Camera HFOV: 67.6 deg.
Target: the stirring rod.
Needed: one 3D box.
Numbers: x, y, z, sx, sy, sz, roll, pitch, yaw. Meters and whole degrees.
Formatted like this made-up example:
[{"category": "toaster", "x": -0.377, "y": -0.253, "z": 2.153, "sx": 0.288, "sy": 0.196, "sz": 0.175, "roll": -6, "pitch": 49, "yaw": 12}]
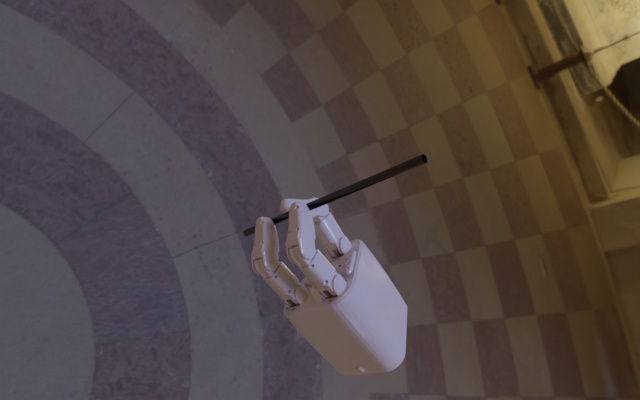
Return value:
[{"category": "stirring rod", "x": 0.000, "y": 0.002, "z": 0.467, "sx": 0.239, "sy": 0.011, "sz": 0.011, "roll": -23, "pitch": -15, "yaw": 40}]
